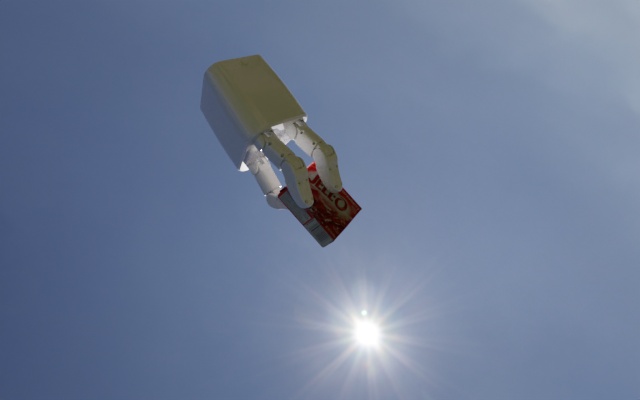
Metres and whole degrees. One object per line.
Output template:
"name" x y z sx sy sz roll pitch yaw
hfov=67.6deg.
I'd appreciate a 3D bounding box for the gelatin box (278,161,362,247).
"gelatin box" 0.000 0.002 0.600 0.030 0.089 0.073 -37 6 47
